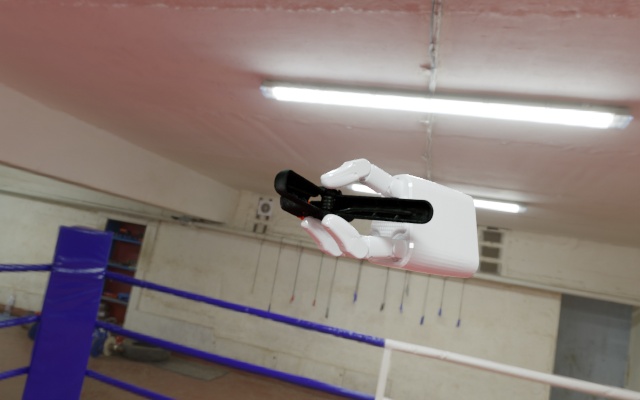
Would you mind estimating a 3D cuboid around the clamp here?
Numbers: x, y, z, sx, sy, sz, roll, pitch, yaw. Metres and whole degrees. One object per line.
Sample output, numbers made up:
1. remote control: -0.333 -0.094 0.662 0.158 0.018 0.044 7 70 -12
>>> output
1. clamp: 0.000 0.001 0.537 0.164 0.036 0.210 14 -9 -24
